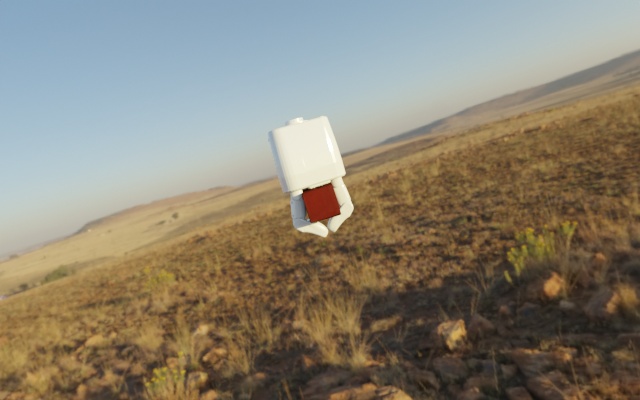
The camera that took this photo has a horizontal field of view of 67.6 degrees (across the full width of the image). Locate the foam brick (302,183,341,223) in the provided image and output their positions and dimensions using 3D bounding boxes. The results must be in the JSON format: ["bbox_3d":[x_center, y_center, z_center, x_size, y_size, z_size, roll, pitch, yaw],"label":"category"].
[{"bbox_3d":[0.000,0.003,0.794,0.053,0.051,0.078,-17,5,-1],"label":"foam brick"}]
